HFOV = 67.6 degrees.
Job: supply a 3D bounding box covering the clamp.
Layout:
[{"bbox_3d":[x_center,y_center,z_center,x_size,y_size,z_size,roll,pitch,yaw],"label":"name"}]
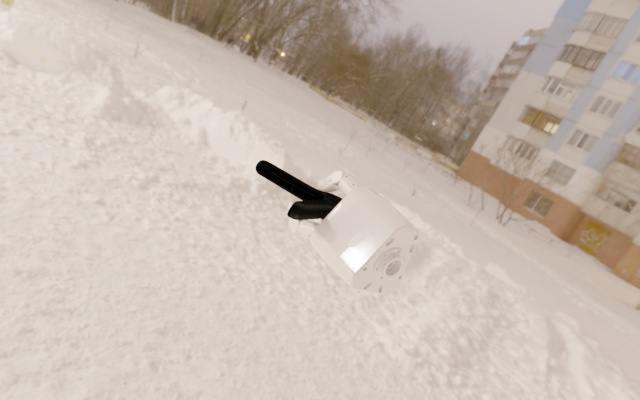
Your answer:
[{"bbox_3d":[0.001,0.002,0.747,0.210,0.036,0.164,19,18,-40],"label":"clamp"}]
